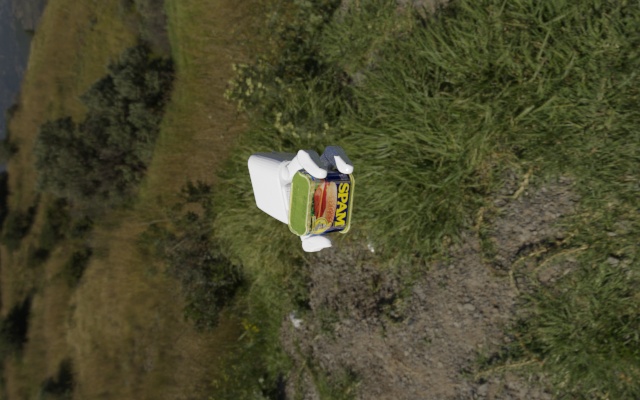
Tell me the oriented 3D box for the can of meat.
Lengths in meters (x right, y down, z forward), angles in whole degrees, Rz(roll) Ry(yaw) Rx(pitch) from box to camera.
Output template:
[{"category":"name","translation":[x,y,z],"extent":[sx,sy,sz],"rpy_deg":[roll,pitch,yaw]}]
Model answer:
[{"category":"can of meat","translation":[0.000,0.003,0.735],"extent":[0.084,0.102,0.057],"rpy_deg":[-5,18,-36]}]
